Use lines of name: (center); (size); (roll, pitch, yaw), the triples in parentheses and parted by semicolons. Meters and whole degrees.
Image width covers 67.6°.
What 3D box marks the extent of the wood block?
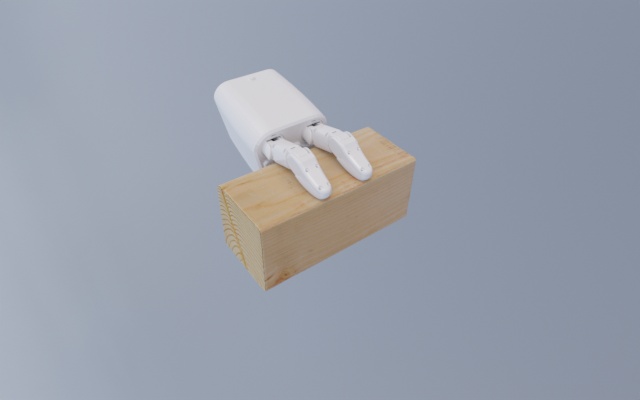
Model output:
wood block: (0.000, 0.002, 0.545); (0.206, 0.091, 0.090); (-25, 47, -28)
